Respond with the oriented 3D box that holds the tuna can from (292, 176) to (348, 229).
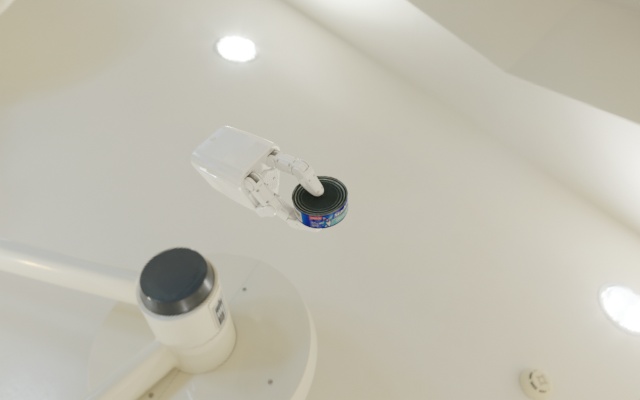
[{"bbox_3d":[0.000,0.003,0.735,0.086,0.034,0.086,-3,45,3],"label":"tuna can"}]
